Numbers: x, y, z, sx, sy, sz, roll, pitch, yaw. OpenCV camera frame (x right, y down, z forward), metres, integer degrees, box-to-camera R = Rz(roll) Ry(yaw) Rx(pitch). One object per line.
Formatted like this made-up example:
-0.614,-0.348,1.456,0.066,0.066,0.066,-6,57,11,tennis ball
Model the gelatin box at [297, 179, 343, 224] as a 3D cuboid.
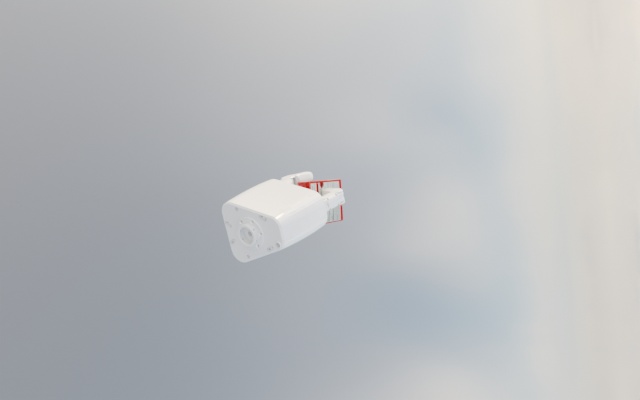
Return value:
0.001,0.003,0.808,0.030,0.073,0.089,-1,4,39,gelatin box
